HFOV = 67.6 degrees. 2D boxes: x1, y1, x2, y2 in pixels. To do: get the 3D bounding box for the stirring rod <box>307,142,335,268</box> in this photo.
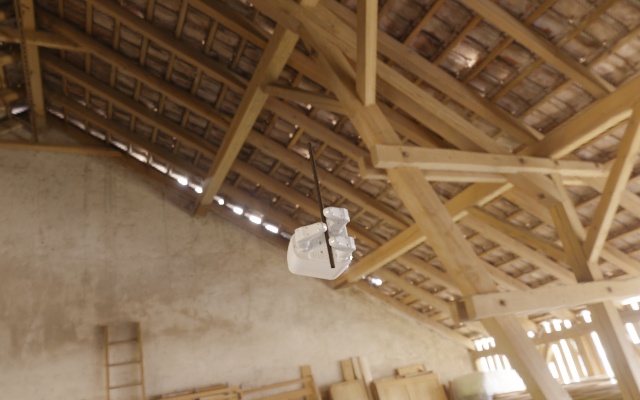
[{"bbox_3d":[0.000,0.003,0.837,0.011,0.239,0.011,-9,-23,-4],"label":"stirring rod"}]
